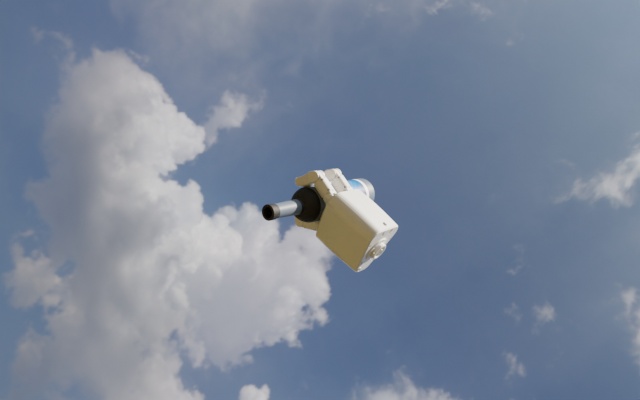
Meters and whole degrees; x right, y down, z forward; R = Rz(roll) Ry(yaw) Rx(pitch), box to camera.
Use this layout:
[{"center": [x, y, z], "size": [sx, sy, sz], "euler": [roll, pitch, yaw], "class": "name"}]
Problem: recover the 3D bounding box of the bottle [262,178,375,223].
[{"center": [0.000, 0.003, 0.898], "size": [0.069, 0.069, 0.295], "euler": [0, 7, 36], "class": "bottle"}]
